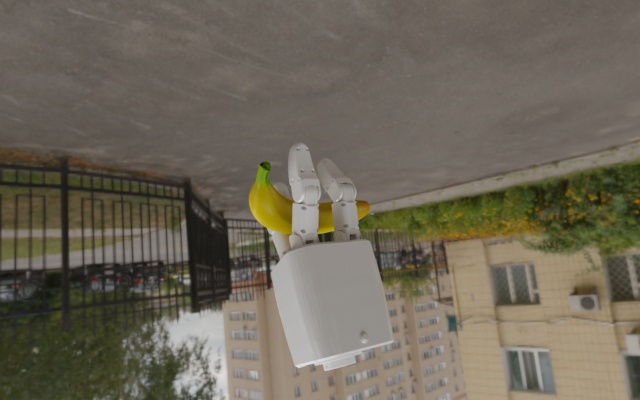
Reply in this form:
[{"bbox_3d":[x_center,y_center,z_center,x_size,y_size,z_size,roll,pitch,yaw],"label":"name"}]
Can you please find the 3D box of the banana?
[{"bbox_3d":[-0.016,0.011,0.532,0.070,0.037,0.198,-37,-29,24],"label":"banana"}]
